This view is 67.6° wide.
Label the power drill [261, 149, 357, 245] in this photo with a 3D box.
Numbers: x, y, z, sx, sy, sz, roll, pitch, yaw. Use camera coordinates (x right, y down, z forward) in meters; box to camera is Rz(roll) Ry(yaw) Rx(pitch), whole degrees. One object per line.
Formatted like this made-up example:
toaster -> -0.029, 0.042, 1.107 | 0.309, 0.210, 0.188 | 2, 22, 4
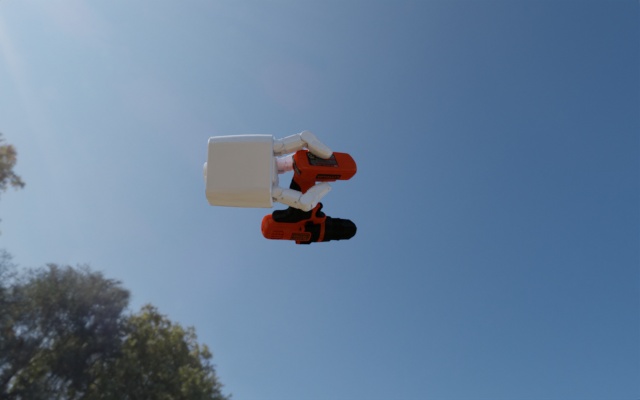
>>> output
power drill -> 0.000, 0.002, 0.841 | 0.184, 0.188, 0.057 | 2, 41, -22
